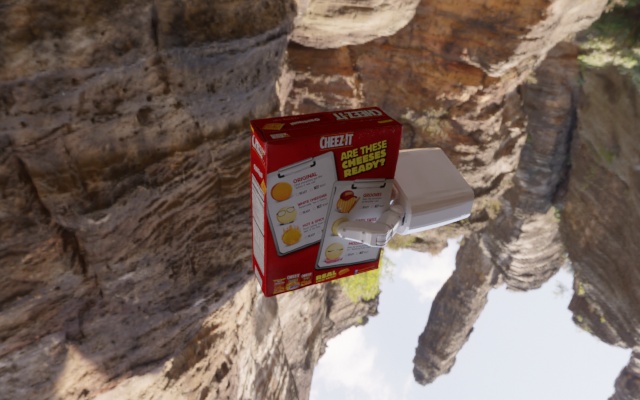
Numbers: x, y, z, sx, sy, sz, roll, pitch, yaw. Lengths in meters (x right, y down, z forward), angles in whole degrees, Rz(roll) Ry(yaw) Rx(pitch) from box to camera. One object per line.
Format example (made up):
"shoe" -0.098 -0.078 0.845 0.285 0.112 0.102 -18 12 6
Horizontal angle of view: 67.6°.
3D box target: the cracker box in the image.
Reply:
"cracker box" 0.000 0.002 0.583 0.164 0.214 0.072 -10 35 -22
